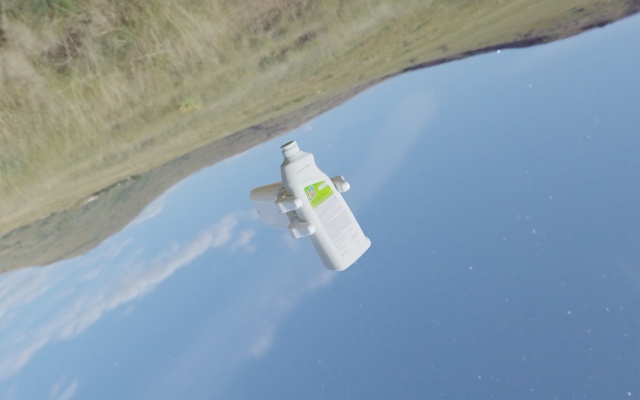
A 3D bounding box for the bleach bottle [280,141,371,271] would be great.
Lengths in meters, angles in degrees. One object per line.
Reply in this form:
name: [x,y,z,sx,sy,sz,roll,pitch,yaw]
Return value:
bleach bottle: [0.000,0.003,0.885,0.102,0.251,0.068,-39,22,-34]
